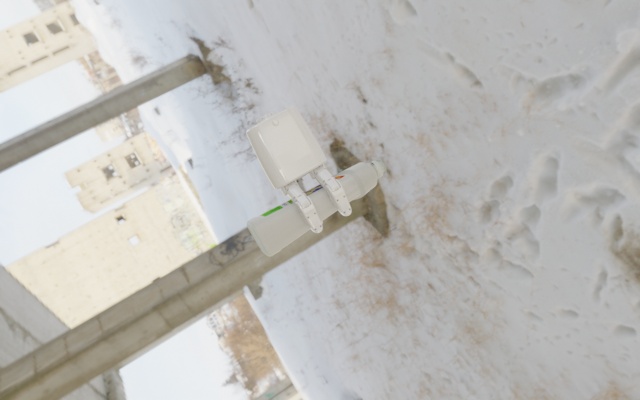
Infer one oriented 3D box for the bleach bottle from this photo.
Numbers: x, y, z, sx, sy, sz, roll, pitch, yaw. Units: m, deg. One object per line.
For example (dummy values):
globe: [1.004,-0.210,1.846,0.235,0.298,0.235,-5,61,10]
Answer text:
bleach bottle: [0.000,0.003,0.815,0.251,0.068,0.102,-31,7,-13]
